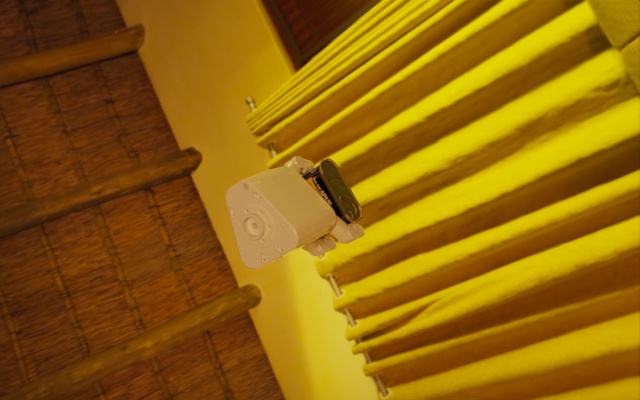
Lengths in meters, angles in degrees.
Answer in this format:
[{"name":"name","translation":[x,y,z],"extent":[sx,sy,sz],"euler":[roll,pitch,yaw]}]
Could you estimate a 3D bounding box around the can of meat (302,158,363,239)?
[{"name":"can of meat","translation":[0.000,0.002,0.713],"extent":[0.084,0.102,0.057],"euler":[-30,1,27]}]
